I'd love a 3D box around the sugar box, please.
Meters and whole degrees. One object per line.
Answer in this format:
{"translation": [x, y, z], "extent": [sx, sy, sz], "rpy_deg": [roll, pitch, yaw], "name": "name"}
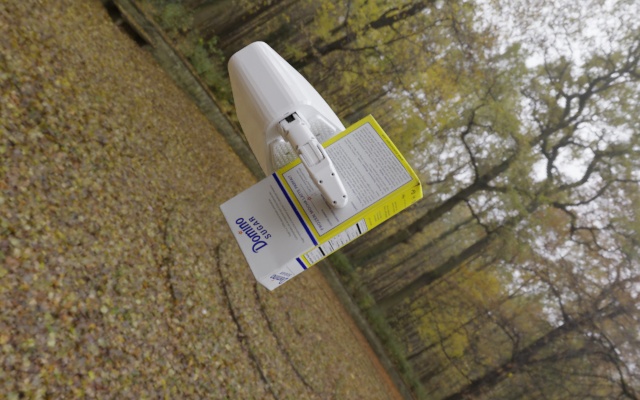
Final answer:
{"translation": [0.000, 0.002, 0.465], "extent": [0.176, 0.093, 0.048], "rpy_deg": [-32, -28, 0], "name": "sugar box"}
